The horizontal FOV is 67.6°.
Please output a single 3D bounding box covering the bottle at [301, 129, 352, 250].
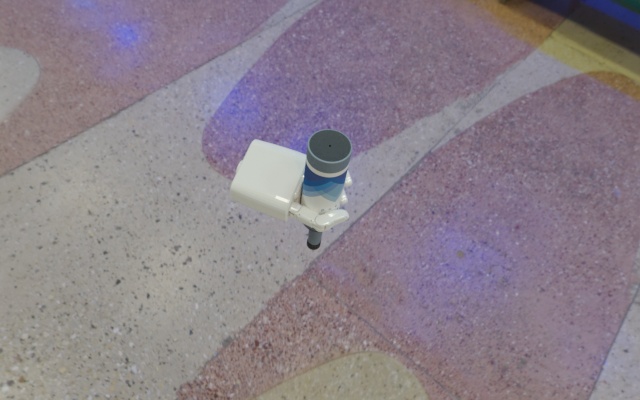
[{"bbox_3d":[0.000,0.003,0.819,0.069,0.069,0.296,0,-34,-7],"label":"bottle"}]
